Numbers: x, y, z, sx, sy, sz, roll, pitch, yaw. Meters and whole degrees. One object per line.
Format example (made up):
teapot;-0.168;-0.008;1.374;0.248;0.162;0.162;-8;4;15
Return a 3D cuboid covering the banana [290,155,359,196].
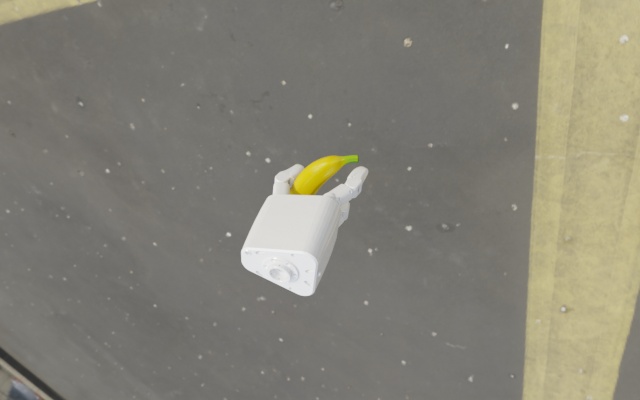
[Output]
banana;-0.015;-0.007;0.748;0.069;0.037;0.198;23;-47;-13
